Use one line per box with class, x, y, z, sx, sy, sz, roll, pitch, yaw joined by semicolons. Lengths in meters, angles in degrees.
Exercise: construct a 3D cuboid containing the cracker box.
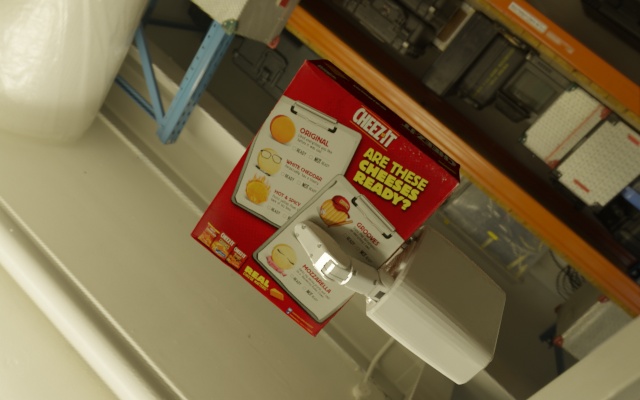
cracker box;0.000;0.002;0.458;0.164;0.214;0.072;39;24;2
